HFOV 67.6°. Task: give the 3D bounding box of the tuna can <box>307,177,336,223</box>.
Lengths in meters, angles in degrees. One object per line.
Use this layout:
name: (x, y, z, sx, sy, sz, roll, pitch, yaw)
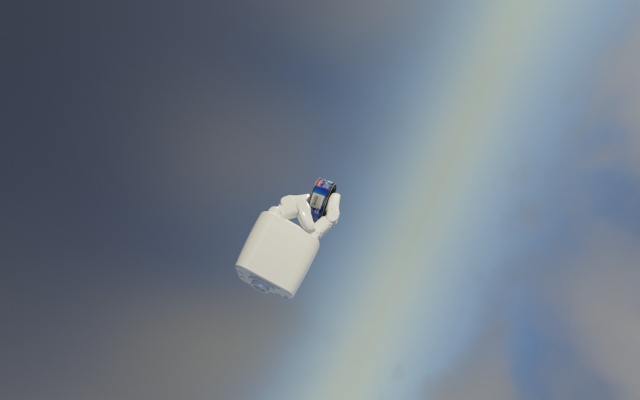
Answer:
tuna can: (0.001, 0.003, 0.886, 0.034, 0.086, 0.086, 19, 3, 10)
